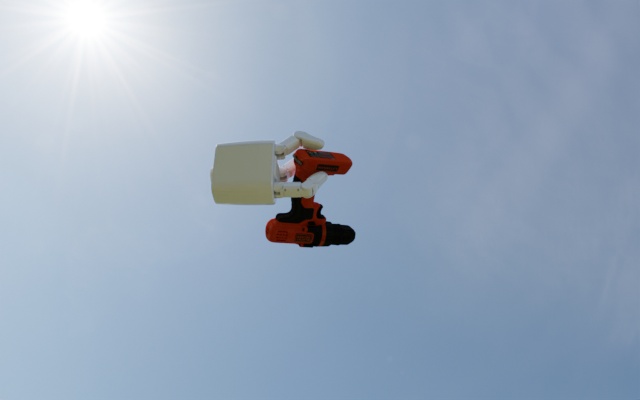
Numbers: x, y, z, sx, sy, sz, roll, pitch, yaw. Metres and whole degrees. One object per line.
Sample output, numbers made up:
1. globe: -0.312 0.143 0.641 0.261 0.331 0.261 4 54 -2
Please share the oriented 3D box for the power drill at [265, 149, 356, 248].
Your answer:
1. power drill: 0.000 0.002 0.897 0.184 0.188 0.057 4 23 -25
